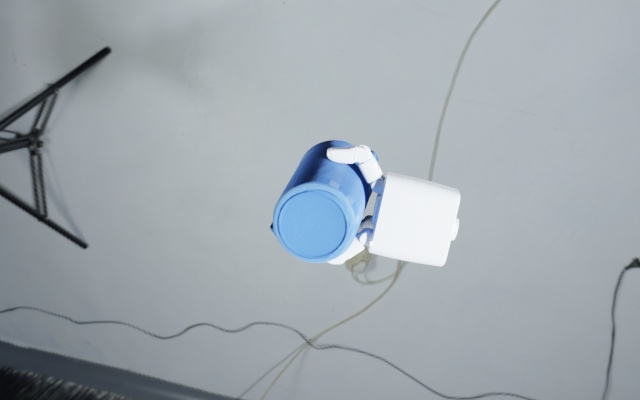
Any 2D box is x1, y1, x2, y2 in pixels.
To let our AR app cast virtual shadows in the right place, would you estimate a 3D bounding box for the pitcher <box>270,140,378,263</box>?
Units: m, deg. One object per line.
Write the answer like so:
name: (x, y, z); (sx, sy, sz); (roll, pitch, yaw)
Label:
pitcher: (0.000, 0.002, 0.705); (0.145, 0.149, 0.242); (14, 18, 5)
